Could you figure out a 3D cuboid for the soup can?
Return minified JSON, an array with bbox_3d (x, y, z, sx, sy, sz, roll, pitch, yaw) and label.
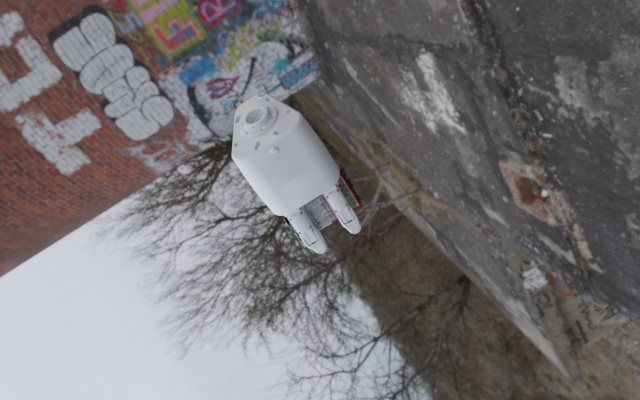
[{"bbox_3d":[0.000,0.003,0.657,0.102,0.068,0.068,-31,-2,3],"label":"soup can"}]
